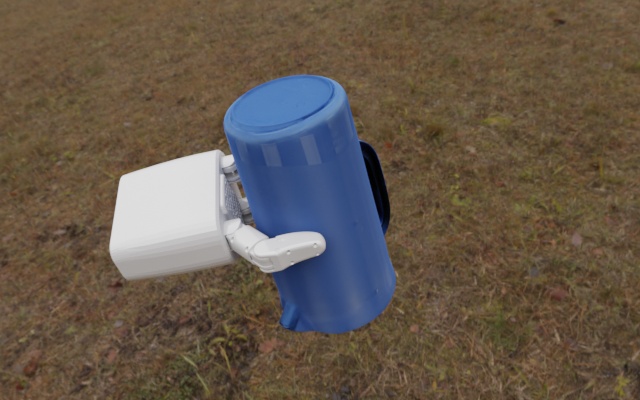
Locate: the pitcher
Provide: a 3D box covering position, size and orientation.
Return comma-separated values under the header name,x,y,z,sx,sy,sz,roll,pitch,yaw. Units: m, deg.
name,x,y,z,sx,sy,sz,roll,pitch,yaw
pitcher,0.000,0.002,0.477,0.145,0.243,0.149,-12,38,4
